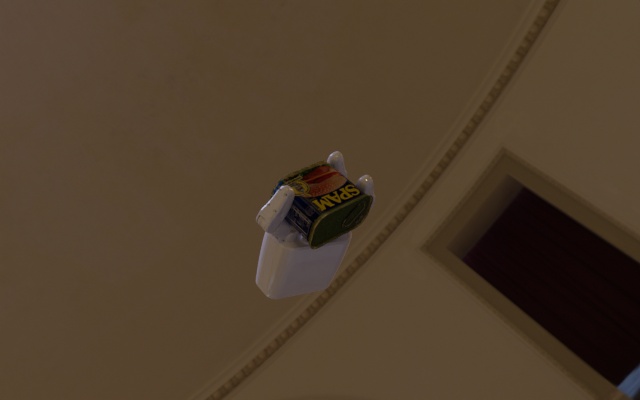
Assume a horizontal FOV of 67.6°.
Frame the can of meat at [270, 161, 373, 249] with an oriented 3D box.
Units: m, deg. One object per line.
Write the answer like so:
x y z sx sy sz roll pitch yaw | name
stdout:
0.000 0.002 0.600 0.102 0.057 0.084 -24 54 -37 | can of meat
